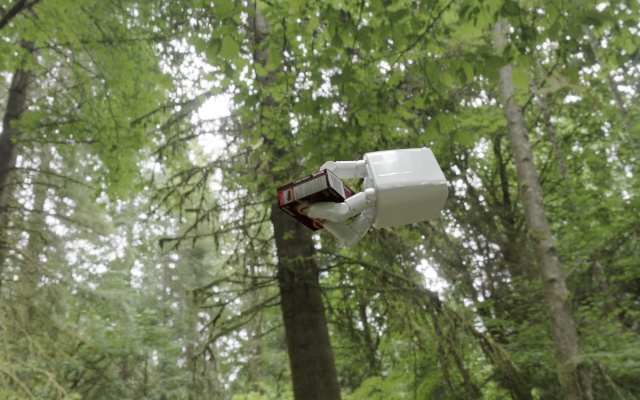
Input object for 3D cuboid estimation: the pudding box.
[{"bbox_3d":[0.000,0.002,0.727,0.090,0.039,0.113,-22,-34,21],"label":"pudding box"}]
